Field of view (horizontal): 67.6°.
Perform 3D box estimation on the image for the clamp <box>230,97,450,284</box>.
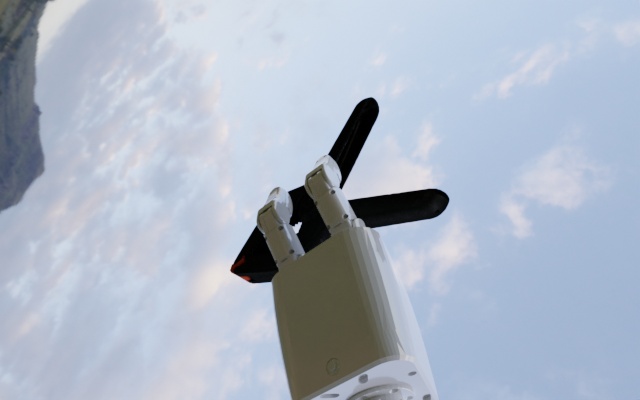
[{"bbox_3d":[0.000,0.002,0.441,0.210,0.164,0.036,-34,-50,19],"label":"clamp"}]
